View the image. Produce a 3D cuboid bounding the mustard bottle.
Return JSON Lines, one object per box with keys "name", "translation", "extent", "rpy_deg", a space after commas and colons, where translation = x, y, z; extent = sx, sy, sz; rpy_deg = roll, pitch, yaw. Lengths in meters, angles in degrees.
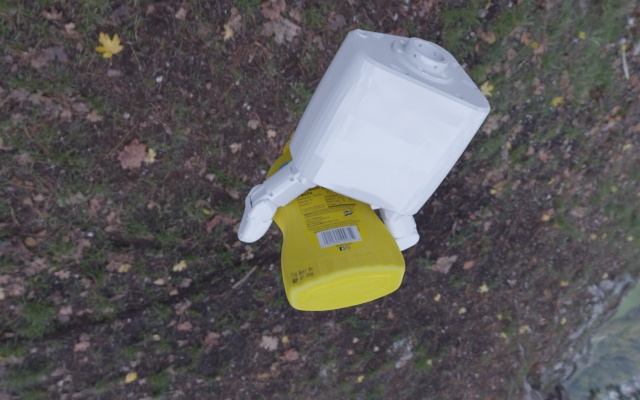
{"name": "mustard bottle", "translation": [0.000, 0.002, 0.432], "extent": [0.096, 0.191, 0.058], "rpy_deg": [-11, -41, -9]}
